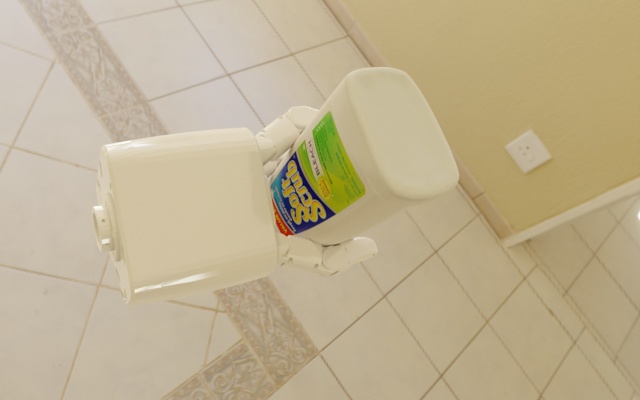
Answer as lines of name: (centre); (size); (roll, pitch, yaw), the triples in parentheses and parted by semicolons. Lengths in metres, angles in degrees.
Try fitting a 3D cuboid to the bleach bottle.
bleach bottle: (0.000, 0.001, 0.407); (0.068, 0.102, 0.251); (-11, -18, -32)
